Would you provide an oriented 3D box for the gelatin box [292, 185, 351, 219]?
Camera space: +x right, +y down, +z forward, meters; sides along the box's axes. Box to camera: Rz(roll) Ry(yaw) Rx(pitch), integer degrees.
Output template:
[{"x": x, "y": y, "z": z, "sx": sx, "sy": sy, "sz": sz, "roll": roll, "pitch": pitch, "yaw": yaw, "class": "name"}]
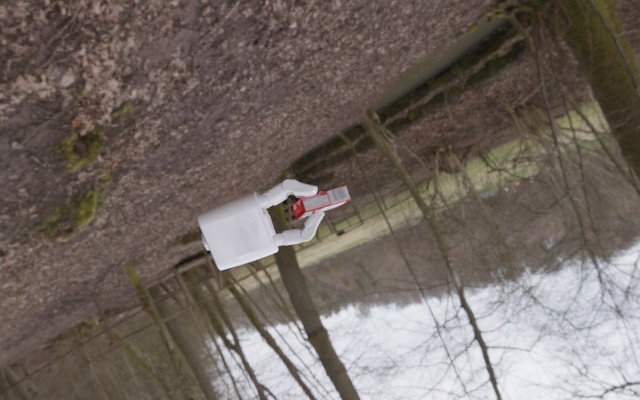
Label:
[{"x": 0.001, "y": 0.003, "z": 0.850, "sx": 0.089, "sy": 0.030, "sz": 0.073, "roll": -16, "pitch": -6, "yaw": -15, "class": "gelatin box"}]
